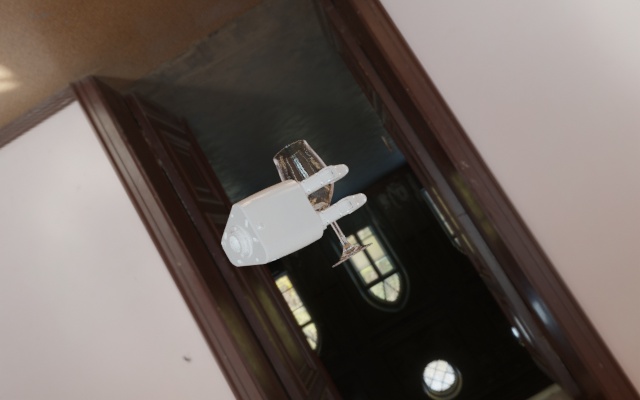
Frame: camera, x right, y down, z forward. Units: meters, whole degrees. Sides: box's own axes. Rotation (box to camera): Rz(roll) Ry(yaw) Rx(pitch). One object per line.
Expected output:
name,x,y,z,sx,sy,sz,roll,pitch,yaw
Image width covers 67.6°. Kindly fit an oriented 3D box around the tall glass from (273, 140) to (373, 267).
tall glass,0.001,0.003,0.767,0.079,0.201,0.079,-30,-7,-4
